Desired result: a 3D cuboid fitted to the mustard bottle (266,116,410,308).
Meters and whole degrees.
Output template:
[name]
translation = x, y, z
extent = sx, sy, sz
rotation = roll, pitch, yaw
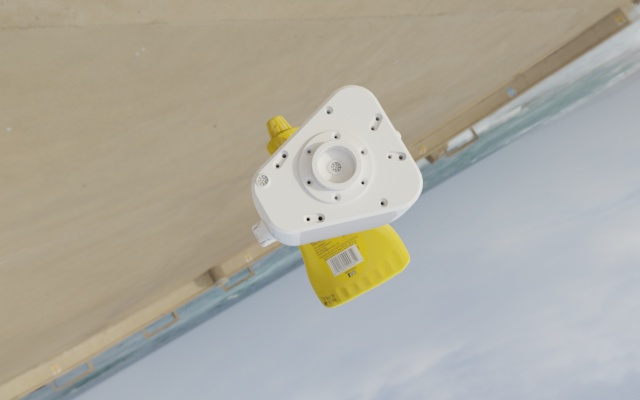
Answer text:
[mustard bottle]
translation = 0.000, 0.002, 0.471
extent = 0.096, 0.191, 0.058
rotation = -32, -5, 19
